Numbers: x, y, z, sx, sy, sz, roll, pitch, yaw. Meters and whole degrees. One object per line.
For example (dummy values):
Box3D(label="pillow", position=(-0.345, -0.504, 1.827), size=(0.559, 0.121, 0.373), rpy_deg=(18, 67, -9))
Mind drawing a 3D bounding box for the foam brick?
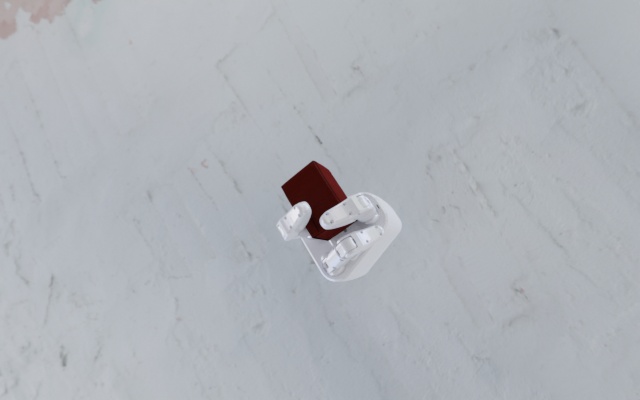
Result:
Box3D(label="foam brick", position=(0.000, 0.002, 0.569), size=(0.053, 0.078, 0.051), rpy_deg=(-36, -18, 14))
